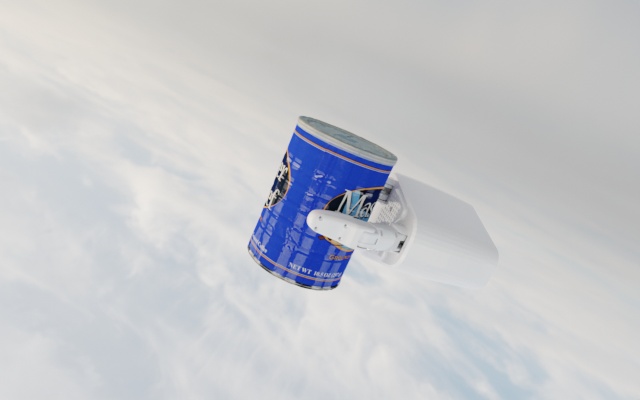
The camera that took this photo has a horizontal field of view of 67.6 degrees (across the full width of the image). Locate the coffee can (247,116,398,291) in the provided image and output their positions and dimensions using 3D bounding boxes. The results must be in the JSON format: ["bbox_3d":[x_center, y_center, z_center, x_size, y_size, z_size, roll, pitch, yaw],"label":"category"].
[{"bbox_3d":[0.000,0.001,0.470,0.103,0.140,0.102,22,14,-6],"label":"coffee can"}]
